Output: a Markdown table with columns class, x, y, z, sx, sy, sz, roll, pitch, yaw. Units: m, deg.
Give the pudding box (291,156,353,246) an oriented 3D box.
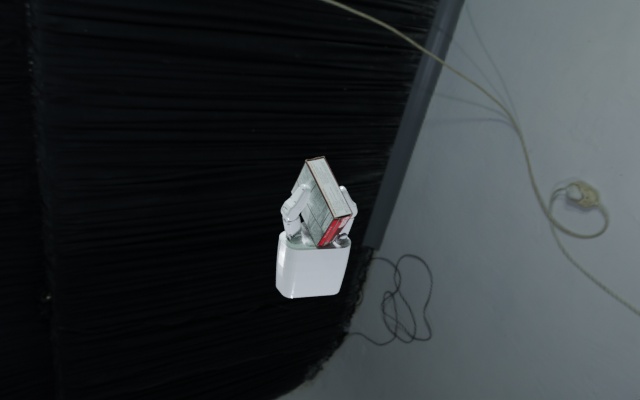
| class | x | y | z | sx | sy | sz | roll | pitch | yaw |
| --- | --- | --- | --- | --- | --- | --- | --- | --- | --- |
| pudding box | 0.000 | 0.003 | 0.751 | 0.039 | 0.113 | 0.090 | -14 | -27 | -29 |
